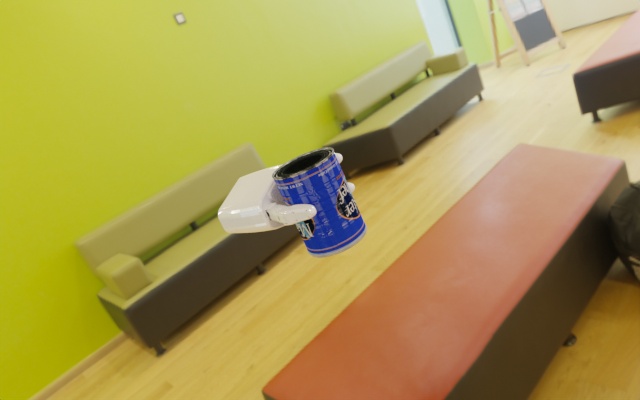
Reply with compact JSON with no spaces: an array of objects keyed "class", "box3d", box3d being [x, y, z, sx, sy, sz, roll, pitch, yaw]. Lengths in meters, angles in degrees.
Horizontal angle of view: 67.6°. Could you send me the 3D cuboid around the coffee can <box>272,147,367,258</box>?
[{"class":"coffee can","box3d":[0.000,0.003,0.743,0.103,0.140,0.102,-22,19,8]}]
